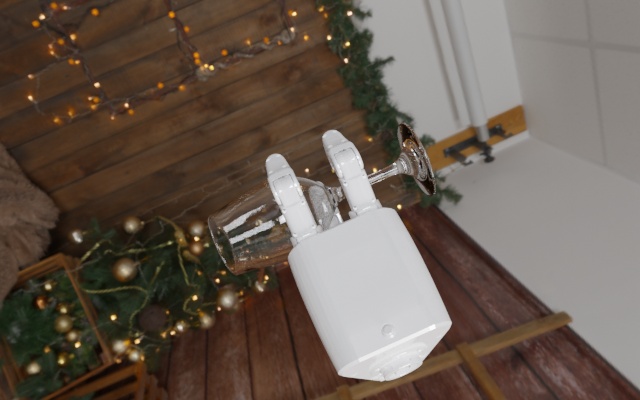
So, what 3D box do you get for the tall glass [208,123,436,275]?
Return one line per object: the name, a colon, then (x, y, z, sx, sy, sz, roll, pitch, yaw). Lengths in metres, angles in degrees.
tall glass: (0.001, 0.001, 0.446, 0.201, 0.079, 0.079, -24, 1, -2)
